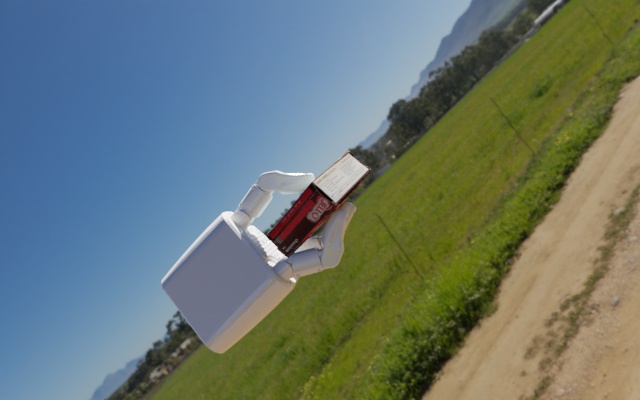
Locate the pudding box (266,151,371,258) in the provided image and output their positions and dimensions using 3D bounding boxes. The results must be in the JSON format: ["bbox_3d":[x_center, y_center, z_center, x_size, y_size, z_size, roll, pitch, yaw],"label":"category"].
[{"bbox_3d":[0.000,0.002,0.520,0.090,0.039,0.113,-47,0,33],"label":"pudding box"}]
